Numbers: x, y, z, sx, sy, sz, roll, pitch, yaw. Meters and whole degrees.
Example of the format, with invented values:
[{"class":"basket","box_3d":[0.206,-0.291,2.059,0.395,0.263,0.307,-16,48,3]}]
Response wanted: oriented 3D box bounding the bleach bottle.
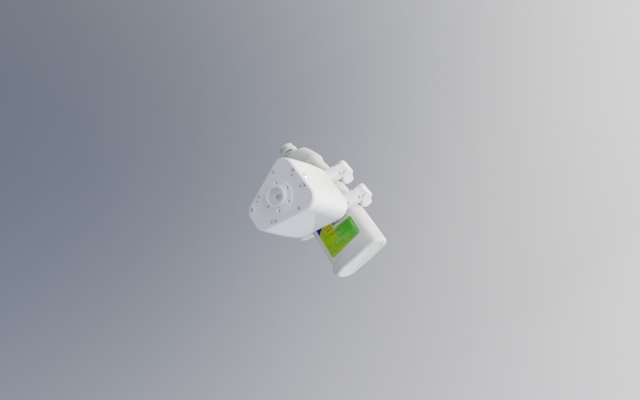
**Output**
[{"class":"bleach bottle","box_3d":[0.000,0.003,0.823,0.102,0.250,0.068,-44,-25,15]}]
